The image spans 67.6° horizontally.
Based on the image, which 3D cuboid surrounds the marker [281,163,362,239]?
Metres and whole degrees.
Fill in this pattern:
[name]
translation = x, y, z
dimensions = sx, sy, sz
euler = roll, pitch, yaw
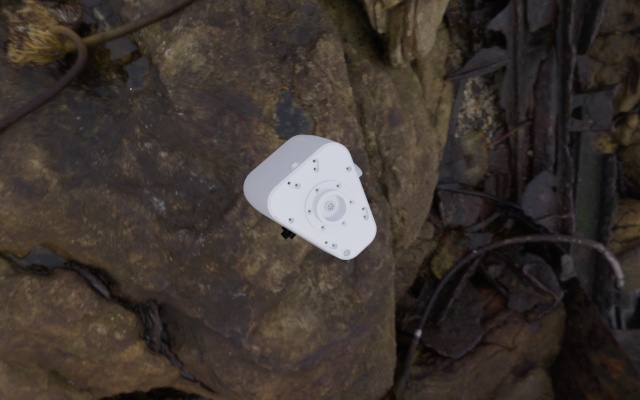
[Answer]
[marker]
translation = 0.000, 0.002, 0.565
dimensions = 0.121, 0.020, 0.020
euler = -43, 7, -8
